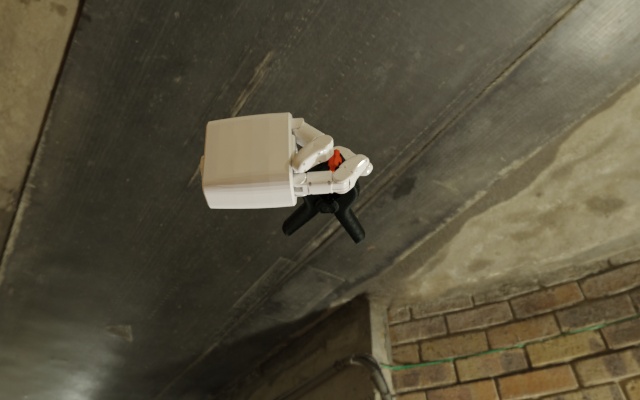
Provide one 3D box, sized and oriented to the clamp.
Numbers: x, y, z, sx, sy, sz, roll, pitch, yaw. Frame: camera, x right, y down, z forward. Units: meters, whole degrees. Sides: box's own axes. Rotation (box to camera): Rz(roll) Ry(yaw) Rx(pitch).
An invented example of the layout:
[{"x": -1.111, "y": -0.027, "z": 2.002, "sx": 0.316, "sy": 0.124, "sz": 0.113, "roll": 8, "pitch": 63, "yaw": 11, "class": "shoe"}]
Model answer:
[{"x": 0.000, "y": 0.002, "z": 0.647, "sx": 0.120, "sy": 0.039, "sz": 0.172, "roll": -4, "pitch": -44, "yaw": 2, "class": "clamp"}]
